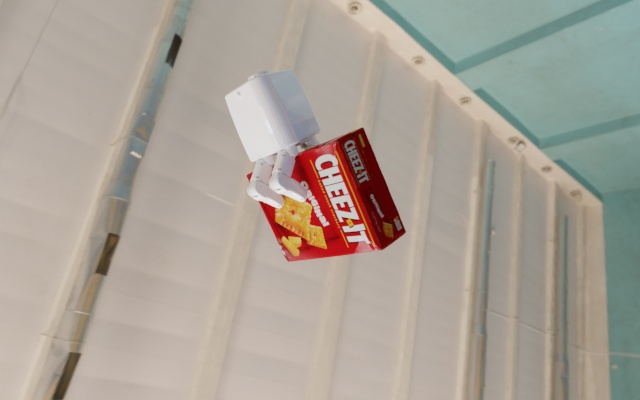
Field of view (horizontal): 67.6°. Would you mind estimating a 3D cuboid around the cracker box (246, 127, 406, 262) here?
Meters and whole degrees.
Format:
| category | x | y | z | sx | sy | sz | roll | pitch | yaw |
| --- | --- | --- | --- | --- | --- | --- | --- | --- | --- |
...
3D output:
| category | x | y | z | sx | sy | sz | roll | pitch | yaw |
| --- | --- | --- | --- | --- | --- | --- | --- | --- | --- |
| cracker box | 0.000 | 0.002 | 0.722 | 0.214 | 0.164 | 0.072 | -14 | 13 | 47 |
